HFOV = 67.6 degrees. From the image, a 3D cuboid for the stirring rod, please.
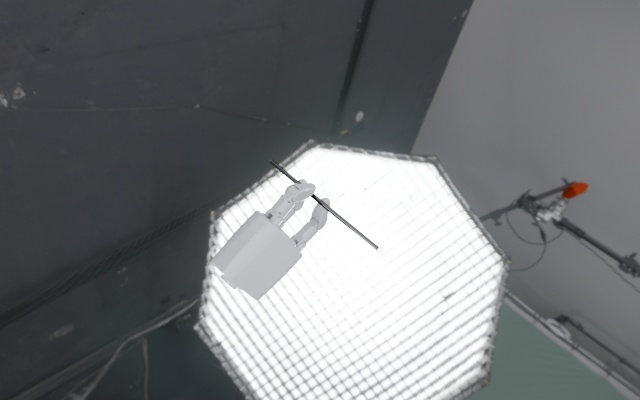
[{"bbox_3d":[0.000,0.003,0.757,0.239,0.011,0.011,39,19,25],"label":"stirring rod"}]
